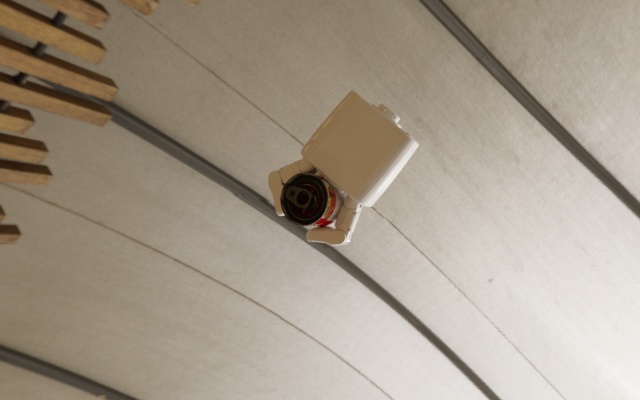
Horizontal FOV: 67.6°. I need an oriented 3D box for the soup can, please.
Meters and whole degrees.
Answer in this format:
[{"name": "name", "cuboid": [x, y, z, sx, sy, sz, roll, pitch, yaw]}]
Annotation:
[{"name": "soup can", "cuboid": [0.000, 0.003, 0.645, 0.068, 0.068, 0.102, 0, -5, 25]}]
